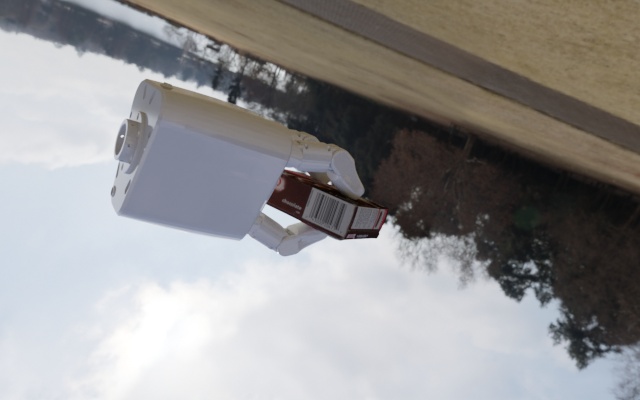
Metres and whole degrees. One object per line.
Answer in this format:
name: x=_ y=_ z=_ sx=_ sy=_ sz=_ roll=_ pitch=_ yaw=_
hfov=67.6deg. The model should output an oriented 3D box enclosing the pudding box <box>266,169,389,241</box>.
pudding box: x=0.000 y=0.002 z=0.476 sx=0.113 sy=0.039 sz=0.090 roll=26 pitch=10 yaw=26
